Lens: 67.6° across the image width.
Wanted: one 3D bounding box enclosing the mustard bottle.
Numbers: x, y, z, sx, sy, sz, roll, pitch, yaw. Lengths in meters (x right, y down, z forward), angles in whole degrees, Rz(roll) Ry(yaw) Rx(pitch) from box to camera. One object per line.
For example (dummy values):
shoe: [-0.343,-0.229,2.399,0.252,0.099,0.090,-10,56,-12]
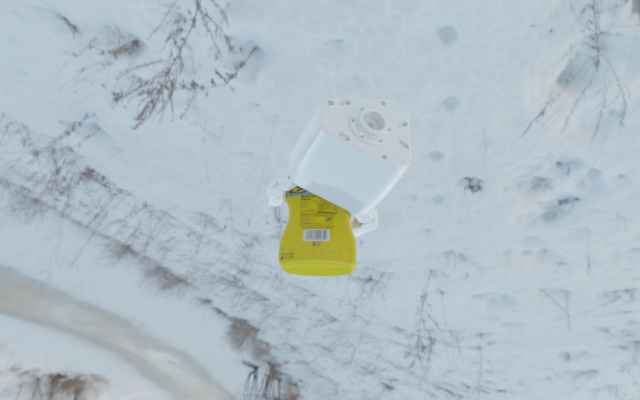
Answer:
mustard bottle: [0.000,0.002,0.633,0.096,0.191,0.058,-1,-29,6]
